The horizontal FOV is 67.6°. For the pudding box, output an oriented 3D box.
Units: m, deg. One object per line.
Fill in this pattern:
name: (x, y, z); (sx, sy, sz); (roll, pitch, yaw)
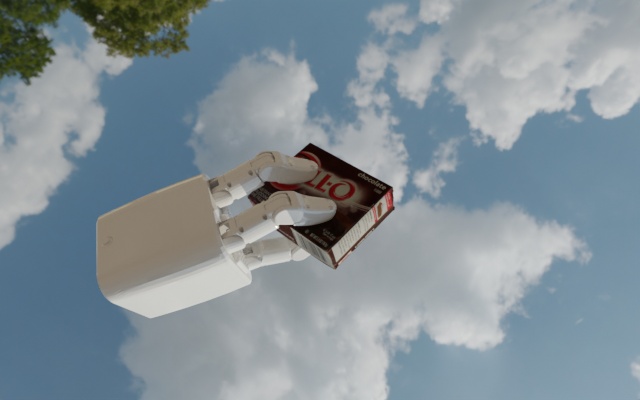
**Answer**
pudding box: (0.000, 0.002, 0.459); (0.113, 0.090, 0.039); (33, -25, 32)
